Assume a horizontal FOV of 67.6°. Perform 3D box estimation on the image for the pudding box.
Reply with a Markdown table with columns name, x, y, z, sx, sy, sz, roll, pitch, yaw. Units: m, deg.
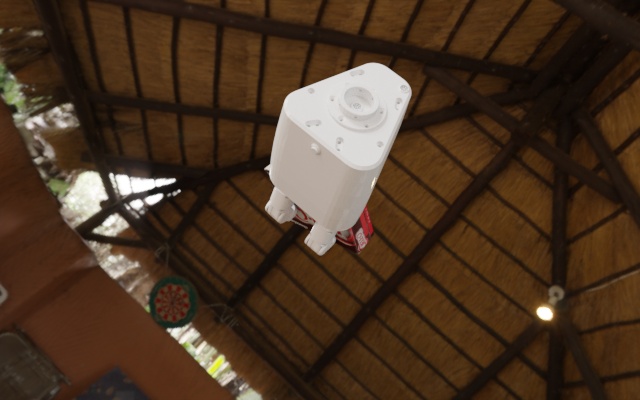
| name | x | y | z | sx | sy | sz | roll | pitch | yaw |
| --- | --- | --- | --- | --- | --- | --- | --- | --- | --- |
| pudding box | 0.000 | 0.002 | 0.531 | 0.113 | 0.090 | 0.039 | 25 | 59 | 36 |
